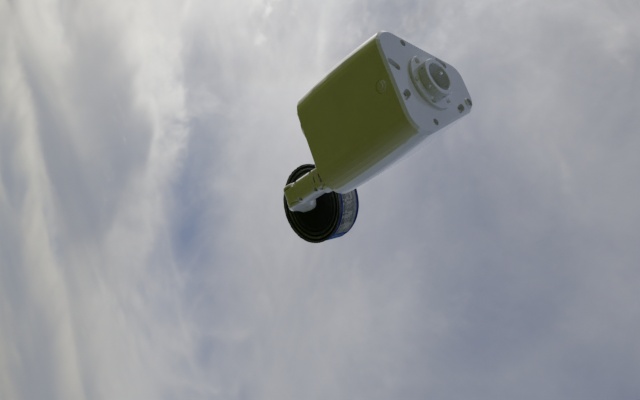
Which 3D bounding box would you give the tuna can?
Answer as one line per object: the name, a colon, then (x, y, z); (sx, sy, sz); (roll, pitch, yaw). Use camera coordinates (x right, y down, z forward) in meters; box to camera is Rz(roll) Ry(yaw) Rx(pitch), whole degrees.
tuna can: (0.000, 0.002, 0.522); (0.086, 0.086, 0.034); (0, 7, 44)
